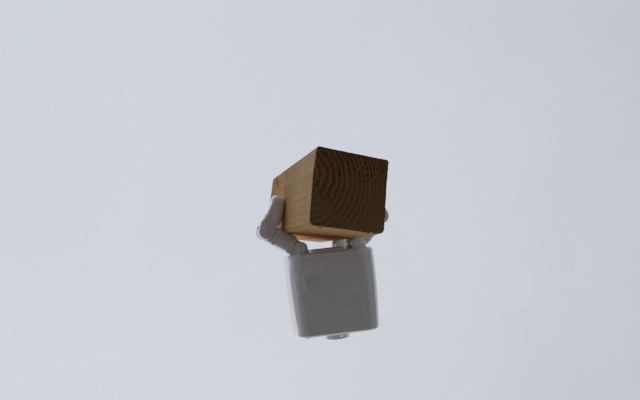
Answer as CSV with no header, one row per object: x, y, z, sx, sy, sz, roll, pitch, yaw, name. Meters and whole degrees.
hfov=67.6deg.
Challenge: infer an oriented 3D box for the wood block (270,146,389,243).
0.000,0.002,0.624,0.091,0.090,0.206,8,-10,-18,wood block
